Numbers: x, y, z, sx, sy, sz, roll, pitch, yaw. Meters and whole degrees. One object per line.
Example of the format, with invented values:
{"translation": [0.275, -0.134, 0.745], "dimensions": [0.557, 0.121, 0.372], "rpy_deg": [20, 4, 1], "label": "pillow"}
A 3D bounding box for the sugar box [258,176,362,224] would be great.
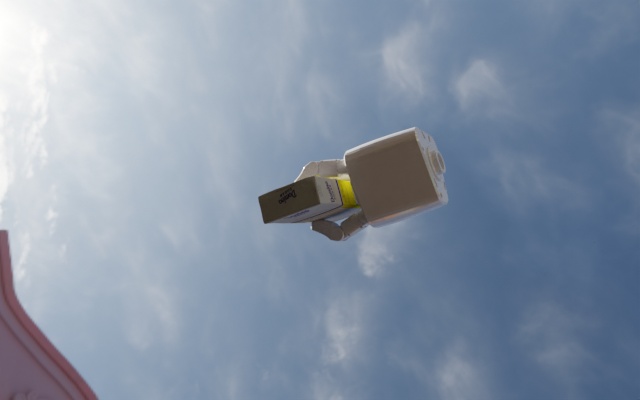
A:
{"translation": [0.000, 0.002, 0.689], "dimensions": [0.093, 0.048, 0.176], "rpy_deg": [-20, -14, 27], "label": "sugar box"}
